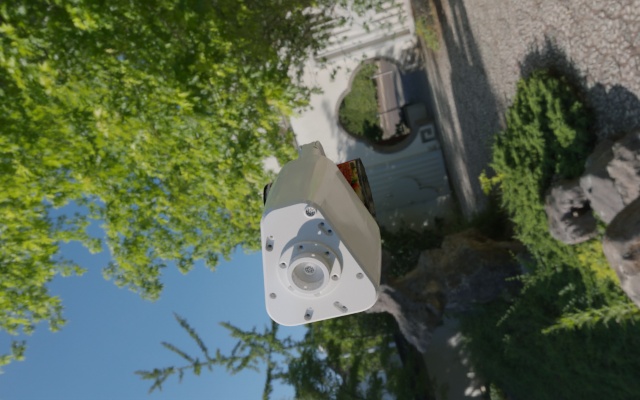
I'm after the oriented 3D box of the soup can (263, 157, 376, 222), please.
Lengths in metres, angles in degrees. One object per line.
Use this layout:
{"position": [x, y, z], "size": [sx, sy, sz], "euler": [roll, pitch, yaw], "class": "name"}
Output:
{"position": [0.000, 0.001, 0.495], "size": [0.102, 0.068, 0.068], "euler": [-15, -3, 11], "class": "soup can"}
